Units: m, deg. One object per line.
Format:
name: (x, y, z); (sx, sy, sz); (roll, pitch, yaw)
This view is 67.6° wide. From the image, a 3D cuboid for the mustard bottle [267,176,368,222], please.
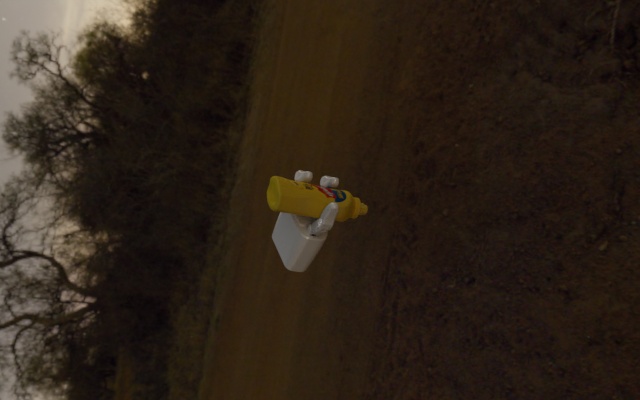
mustard bottle: (0.000, 0.003, 0.897); (0.191, 0.058, 0.096); (11, 16, -20)
